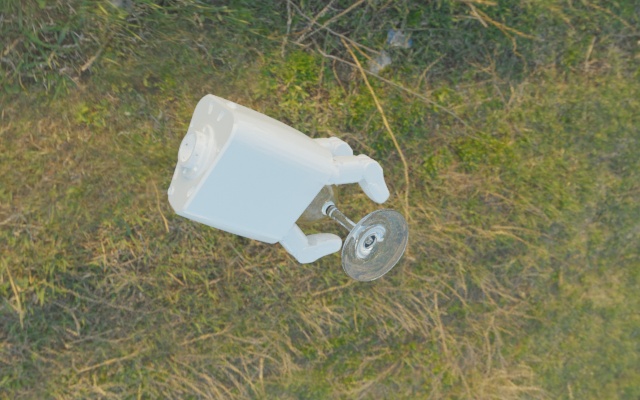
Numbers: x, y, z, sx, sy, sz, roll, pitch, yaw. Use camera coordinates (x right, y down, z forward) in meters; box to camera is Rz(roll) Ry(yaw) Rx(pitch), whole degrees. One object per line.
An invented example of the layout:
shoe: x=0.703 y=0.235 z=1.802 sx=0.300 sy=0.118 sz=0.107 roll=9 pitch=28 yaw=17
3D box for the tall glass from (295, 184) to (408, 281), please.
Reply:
tall glass: x=0.001 y=0.002 z=0.509 sx=0.079 sy=0.079 sz=0.201 roll=0 pitch=24 yaw=-34
